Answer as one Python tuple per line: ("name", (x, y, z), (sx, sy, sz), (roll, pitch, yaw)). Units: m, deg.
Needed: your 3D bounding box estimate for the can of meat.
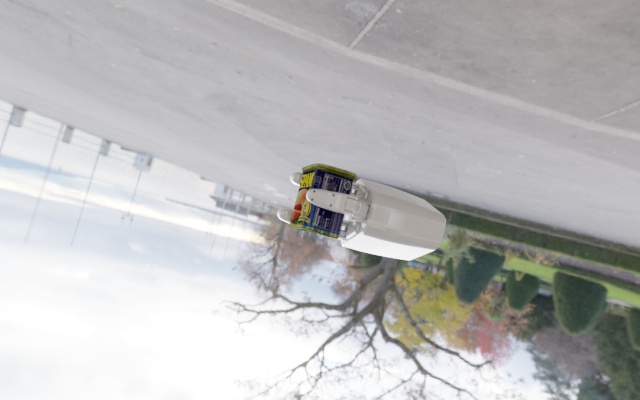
("can of meat", (0.000, 0.002, 0.621), (0.057, 0.084, 0.102), (16, -5, -14))
